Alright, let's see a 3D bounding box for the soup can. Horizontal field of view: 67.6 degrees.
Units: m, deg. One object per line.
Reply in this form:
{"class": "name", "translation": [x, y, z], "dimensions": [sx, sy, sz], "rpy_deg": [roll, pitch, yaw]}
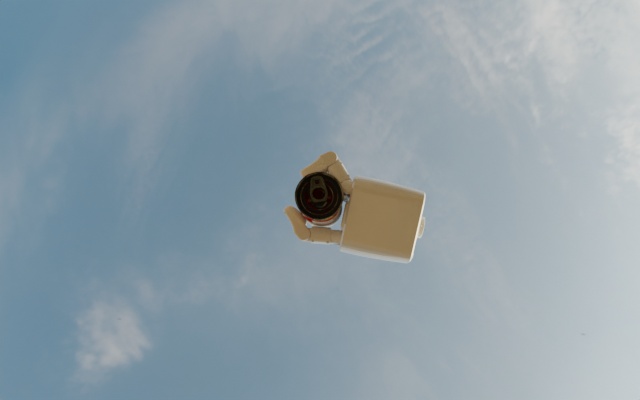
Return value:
{"class": "soup can", "translation": [0.000, 0.002, 0.705], "dimensions": [0.068, 0.068, 0.102], "rpy_deg": [0, -10, 2]}
